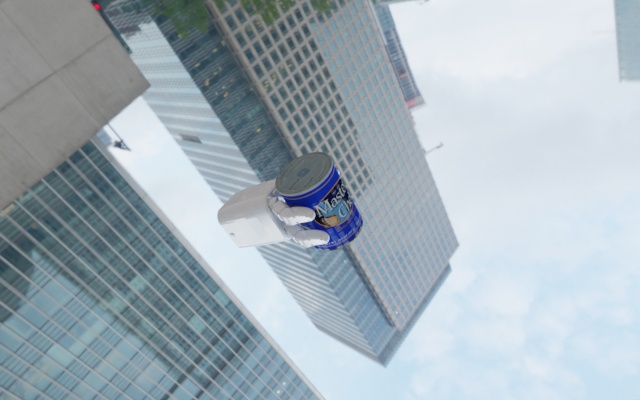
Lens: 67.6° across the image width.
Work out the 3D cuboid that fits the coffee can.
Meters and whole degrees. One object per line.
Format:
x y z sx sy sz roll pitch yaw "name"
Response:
0.000 0.002 0.817 0.103 0.140 0.102 -20 36 15 "coffee can"
